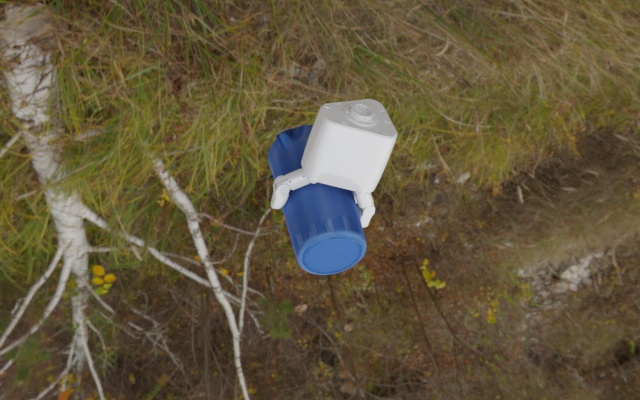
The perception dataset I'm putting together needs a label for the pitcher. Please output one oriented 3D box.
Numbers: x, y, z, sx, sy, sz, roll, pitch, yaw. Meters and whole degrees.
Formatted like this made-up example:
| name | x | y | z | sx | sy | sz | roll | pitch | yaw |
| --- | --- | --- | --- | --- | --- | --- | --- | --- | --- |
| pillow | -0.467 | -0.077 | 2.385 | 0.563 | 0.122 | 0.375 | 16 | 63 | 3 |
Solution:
| name | x | y | z | sx | sy | sz | roll | pitch | yaw |
| --- | --- | --- | --- | --- | --- | --- | --- | --- | --- |
| pitcher | 0.000 | 0.002 | 0.797 | 0.149 | 0.242 | 0.145 | 3 | -45 | -20 |
